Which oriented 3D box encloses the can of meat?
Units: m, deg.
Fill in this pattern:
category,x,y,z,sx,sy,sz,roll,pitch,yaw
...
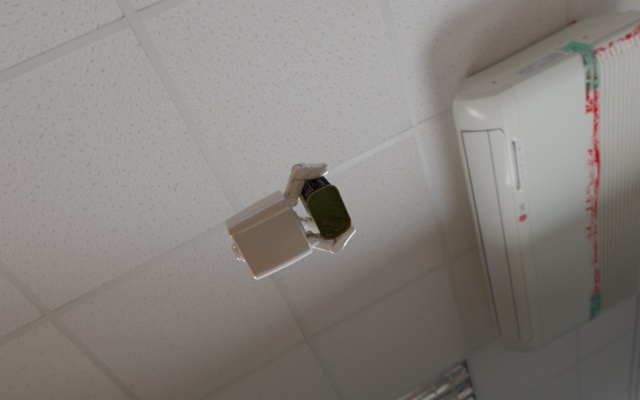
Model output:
category,x,y,z,sx,sy,sz,roll,pitch,yaw
can of meat,0.000,0.002,0.806,0.057,0.102,0.084,-30,35,-6
